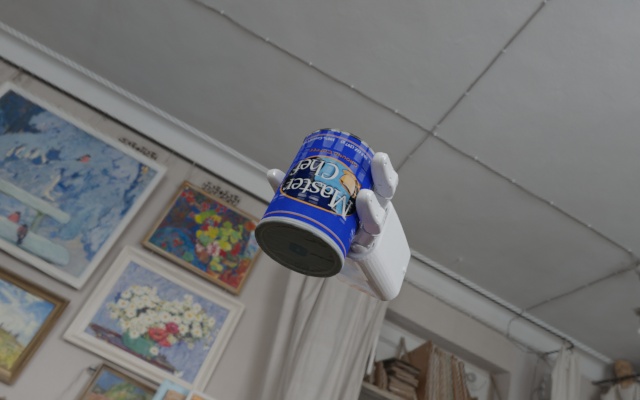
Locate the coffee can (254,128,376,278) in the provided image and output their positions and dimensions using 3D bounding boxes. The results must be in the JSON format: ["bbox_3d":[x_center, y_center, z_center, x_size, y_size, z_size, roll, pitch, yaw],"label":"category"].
[{"bbox_3d":[0.000,0.002,0.549,0.103,0.140,0.103,17,-34,12],"label":"coffee can"}]
